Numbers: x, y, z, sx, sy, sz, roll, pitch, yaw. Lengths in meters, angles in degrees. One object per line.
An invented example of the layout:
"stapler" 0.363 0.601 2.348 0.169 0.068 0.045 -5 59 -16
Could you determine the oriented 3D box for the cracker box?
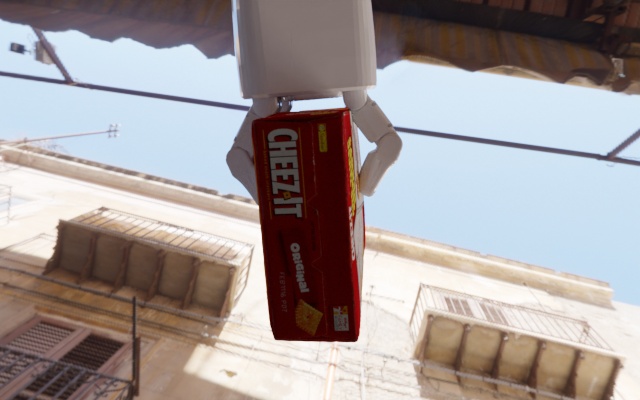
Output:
"cracker box" 0.000 0.001 0.428 0.072 0.164 0.213 -3 12 7
